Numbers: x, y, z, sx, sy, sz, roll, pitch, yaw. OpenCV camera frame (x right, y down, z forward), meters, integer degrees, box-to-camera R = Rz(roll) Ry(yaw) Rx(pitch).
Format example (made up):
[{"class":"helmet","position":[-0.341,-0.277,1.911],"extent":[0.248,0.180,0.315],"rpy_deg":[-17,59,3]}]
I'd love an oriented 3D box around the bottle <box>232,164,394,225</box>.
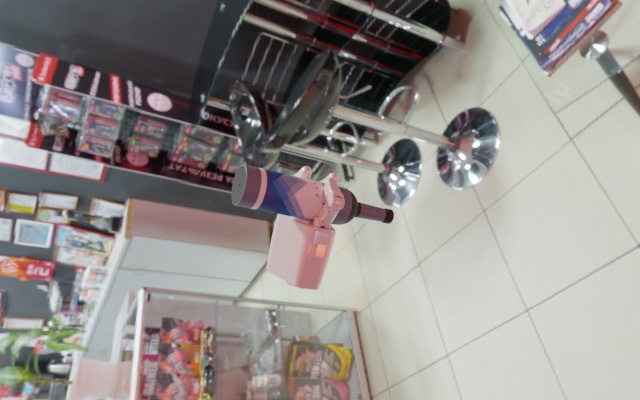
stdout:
[{"class":"bottle","position":[0.000,0.003,0.814],"extent":[0.296,0.069,0.069],"rpy_deg":[12,-6,-27]}]
